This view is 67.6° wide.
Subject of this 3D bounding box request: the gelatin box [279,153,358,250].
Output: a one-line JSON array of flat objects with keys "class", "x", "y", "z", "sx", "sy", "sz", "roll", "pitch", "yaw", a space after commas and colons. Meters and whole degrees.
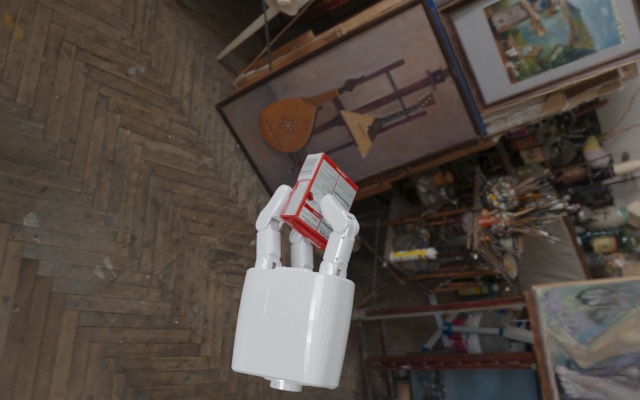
[{"class": "gelatin box", "x": 0.001, "y": 0.001, "z": 0.551, "sx": 0.030, "sy": 0.089, "sz": 0.073, "roll": -2, "pitch": -33, "yaw": 44}]
